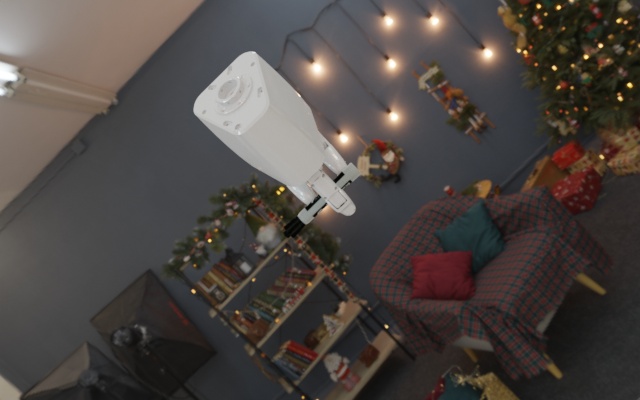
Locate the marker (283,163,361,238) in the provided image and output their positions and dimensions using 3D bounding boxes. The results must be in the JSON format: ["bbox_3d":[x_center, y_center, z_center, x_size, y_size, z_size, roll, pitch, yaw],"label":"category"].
[{"bbox_3d":[0.000,0.002,0.586,0.121,0.020,0.020,-44,-5,5],"label":"marker"}]
